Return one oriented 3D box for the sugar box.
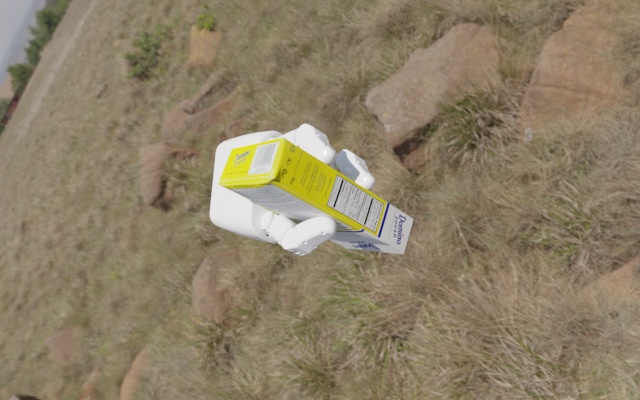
[{"bbox_3d":[0.000,0.001,0.467,0.176,0.048,0.093,27,-17,-36],"label":"sugar box"}]
